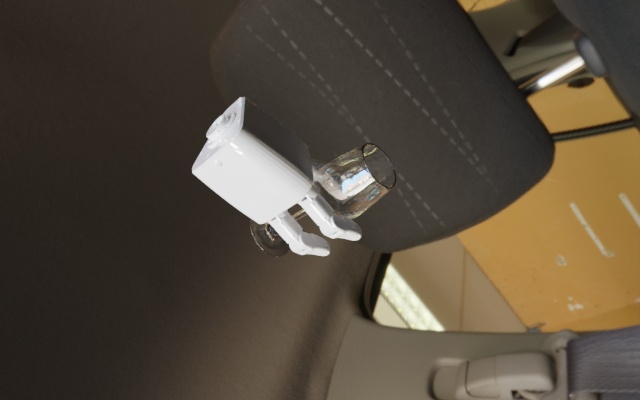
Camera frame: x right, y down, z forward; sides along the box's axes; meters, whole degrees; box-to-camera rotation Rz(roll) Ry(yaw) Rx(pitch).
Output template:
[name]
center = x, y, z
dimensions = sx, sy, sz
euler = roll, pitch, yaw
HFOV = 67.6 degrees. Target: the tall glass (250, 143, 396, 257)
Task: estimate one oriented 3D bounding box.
[tall glass]
center = 0.000, 0.002, 0.617
dimensions = 0.201, 0.079, 0.079
euler = -31, -19, 34
